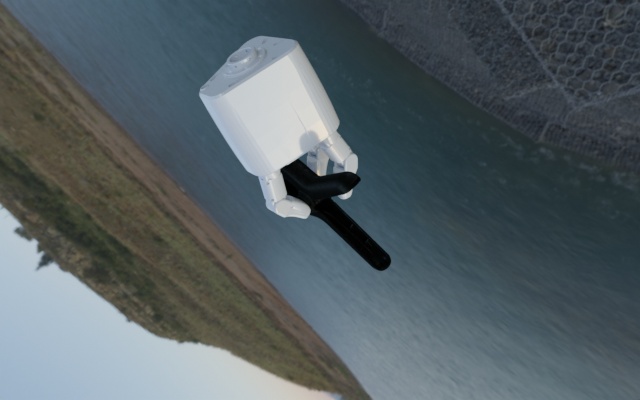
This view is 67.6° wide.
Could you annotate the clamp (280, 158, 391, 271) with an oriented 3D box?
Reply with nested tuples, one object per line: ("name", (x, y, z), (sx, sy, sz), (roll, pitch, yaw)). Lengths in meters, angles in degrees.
("clamp", (-0.001, 0.002, 0.600), (0.036, 0.165, 0.210), (-43, 40, -18))
